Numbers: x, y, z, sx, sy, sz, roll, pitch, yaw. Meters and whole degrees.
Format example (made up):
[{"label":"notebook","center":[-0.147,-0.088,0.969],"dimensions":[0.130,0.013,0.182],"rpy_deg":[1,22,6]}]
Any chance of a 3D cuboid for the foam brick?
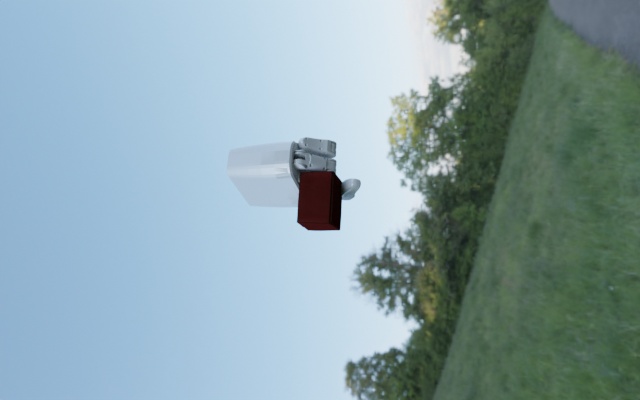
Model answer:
[{"label":"foam brick","center":[0.000,0.003,0.693],"dimensions":[0.051,0.078,0.053],"rpy_deg":[-2,-17,17]}]
